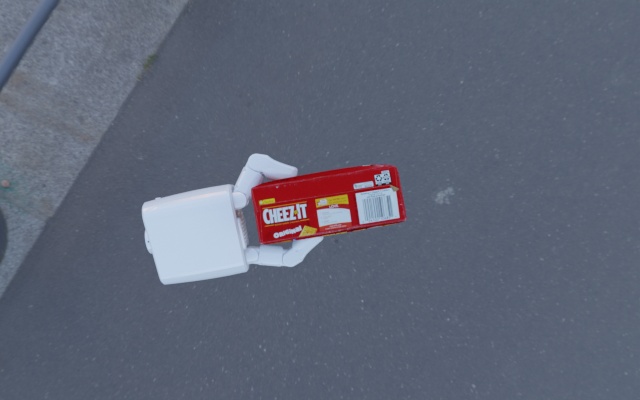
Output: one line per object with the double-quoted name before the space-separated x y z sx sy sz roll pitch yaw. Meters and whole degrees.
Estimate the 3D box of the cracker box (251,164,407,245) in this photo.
"cracker box" 0.000 0.002 0.615 0.164 0.072 0.213 -9 2 -5
